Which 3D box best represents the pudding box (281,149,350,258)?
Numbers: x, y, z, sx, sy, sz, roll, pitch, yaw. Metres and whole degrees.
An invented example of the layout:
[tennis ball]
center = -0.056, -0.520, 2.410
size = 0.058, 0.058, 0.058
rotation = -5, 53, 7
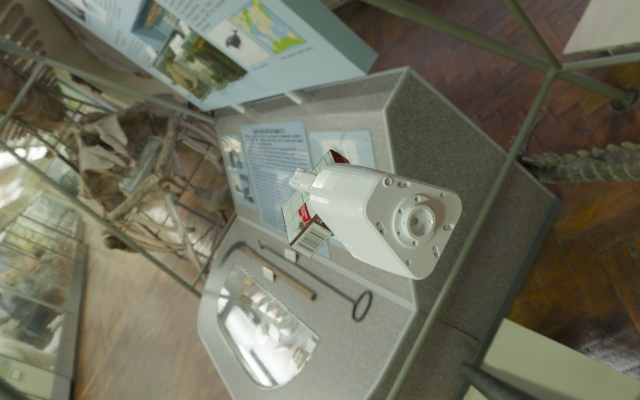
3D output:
[pudding box]
center = 0.000, 0.002, 0.604
size = 0.039, 0.113, 0.090
rotation = 33, 20, -27
